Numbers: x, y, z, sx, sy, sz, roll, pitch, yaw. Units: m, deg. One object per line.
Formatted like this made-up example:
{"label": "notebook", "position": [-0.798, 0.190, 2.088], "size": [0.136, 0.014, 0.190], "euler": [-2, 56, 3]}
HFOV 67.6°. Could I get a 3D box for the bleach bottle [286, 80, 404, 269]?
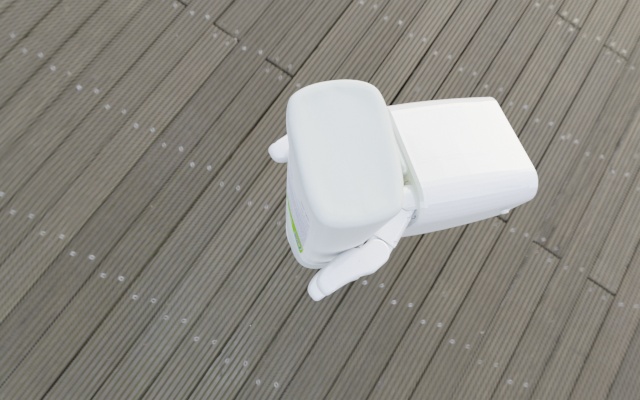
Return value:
{"label": "bleach bottle", "position": [0.000, 0.001, 0.415], "size": [0.068, 0.102, 0.251], "euler": [-9, -13, -10]}
